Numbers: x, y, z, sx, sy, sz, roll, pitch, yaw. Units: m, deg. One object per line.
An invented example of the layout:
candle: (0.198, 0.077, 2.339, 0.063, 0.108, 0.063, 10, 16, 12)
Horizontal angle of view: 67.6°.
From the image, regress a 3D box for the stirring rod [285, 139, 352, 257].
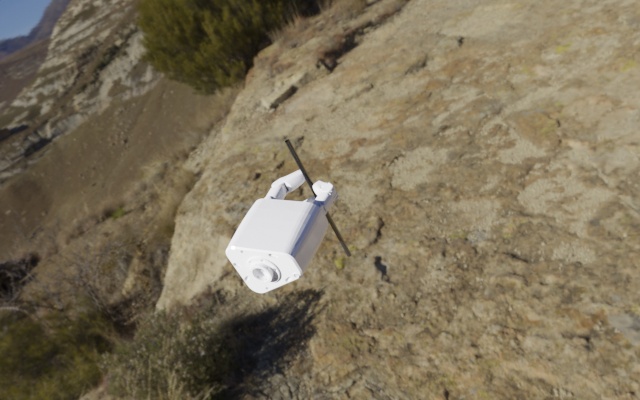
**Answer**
stirring rod: (0.000, 0.003, 0.782, 0.011, 0.240, 0.011, -22, 28, 13)
